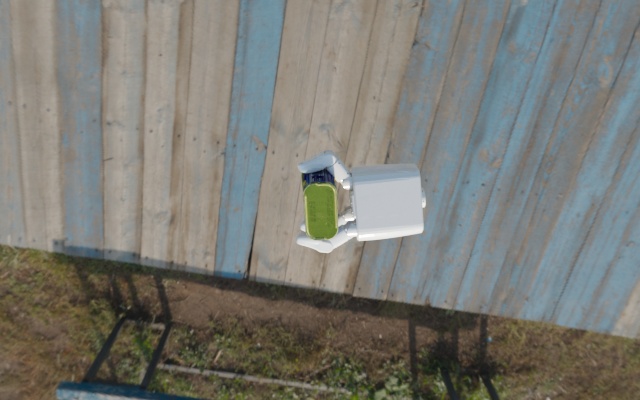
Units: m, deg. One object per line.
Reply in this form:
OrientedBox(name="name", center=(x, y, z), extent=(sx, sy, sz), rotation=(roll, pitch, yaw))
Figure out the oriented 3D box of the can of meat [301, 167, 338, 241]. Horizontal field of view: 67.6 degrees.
OrientedBox(name="can of meat", center=(0.000, 0.003, 0.760), extent=(0.057, 0.102, 0.084), rotation=(-3, 23, 0))
